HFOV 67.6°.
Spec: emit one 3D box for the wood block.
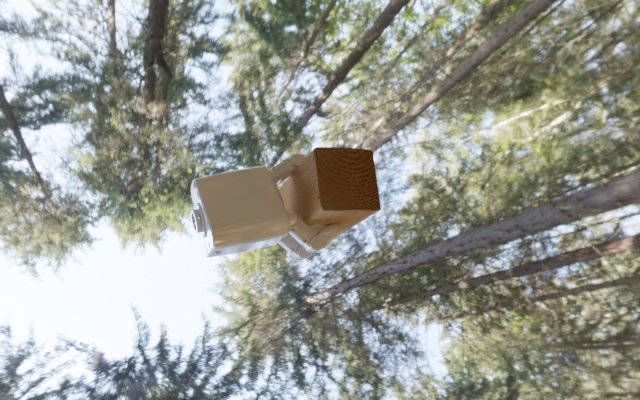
[{"bbox_3d":[0.000,0.002,0.723,0.090,0.090,0.206,0,-17,-22],"label":"wood block"}]
